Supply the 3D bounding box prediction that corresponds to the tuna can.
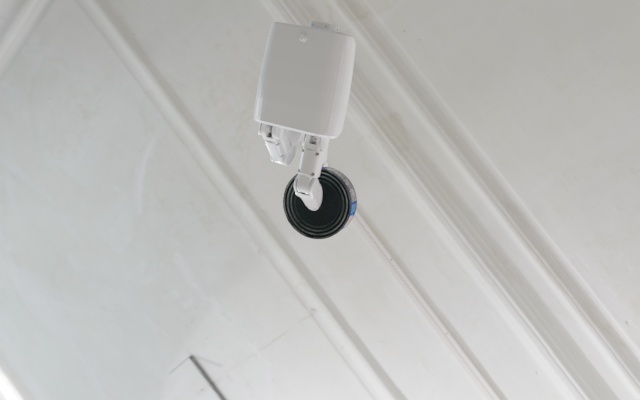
[{"bbox_3d":[0.000,0.002,0.580,0.086,0.086,0.033,0,7,19],"label":"tuna can"}]
